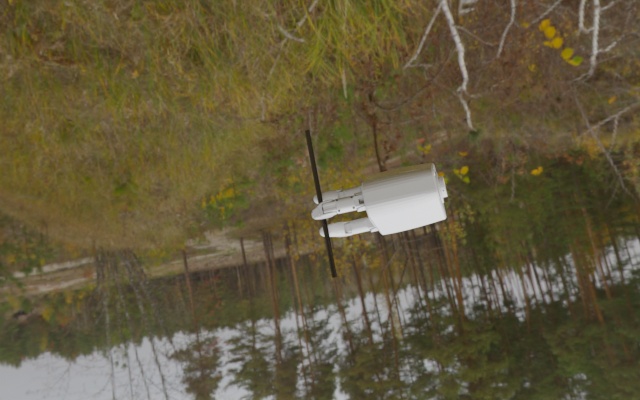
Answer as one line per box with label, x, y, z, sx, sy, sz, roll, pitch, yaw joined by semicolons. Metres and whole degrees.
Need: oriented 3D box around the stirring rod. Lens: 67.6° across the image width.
stirring rod;0.000;0.002;0.758;0.011;0.239;0.011;-10;-10;-2
